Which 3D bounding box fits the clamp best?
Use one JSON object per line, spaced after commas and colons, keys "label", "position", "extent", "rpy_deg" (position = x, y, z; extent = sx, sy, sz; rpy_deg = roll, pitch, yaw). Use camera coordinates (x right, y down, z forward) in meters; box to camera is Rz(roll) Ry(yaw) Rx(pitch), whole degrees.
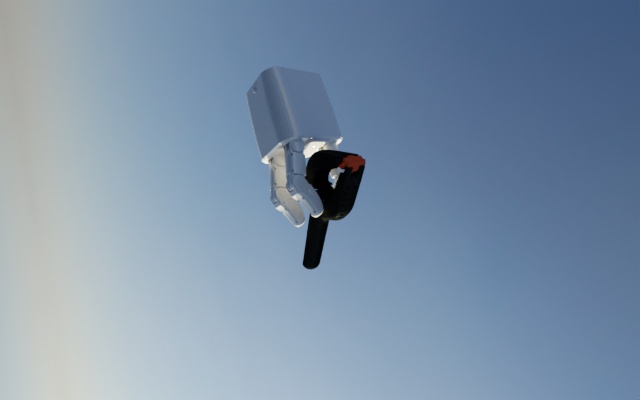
{"label": "clamp", "position": [0.001, 0.002, 0.649], "extent": [0.036, 0.164, 0.210], "rpy_deg": [-14, -9, -32]}
